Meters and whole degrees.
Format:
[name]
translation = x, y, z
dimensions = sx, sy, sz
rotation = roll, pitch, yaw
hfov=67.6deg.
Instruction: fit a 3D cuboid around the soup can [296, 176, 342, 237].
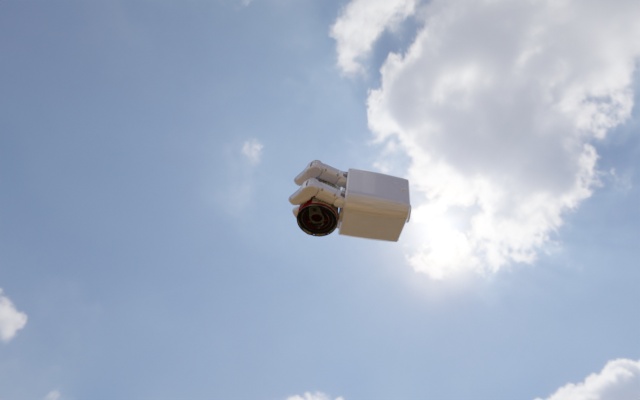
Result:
[soup can]
translation = 0.000, 0.002, 0.815
dimensions = 0.068, 0.069, 0.102
rotation = 0, 38, 8
